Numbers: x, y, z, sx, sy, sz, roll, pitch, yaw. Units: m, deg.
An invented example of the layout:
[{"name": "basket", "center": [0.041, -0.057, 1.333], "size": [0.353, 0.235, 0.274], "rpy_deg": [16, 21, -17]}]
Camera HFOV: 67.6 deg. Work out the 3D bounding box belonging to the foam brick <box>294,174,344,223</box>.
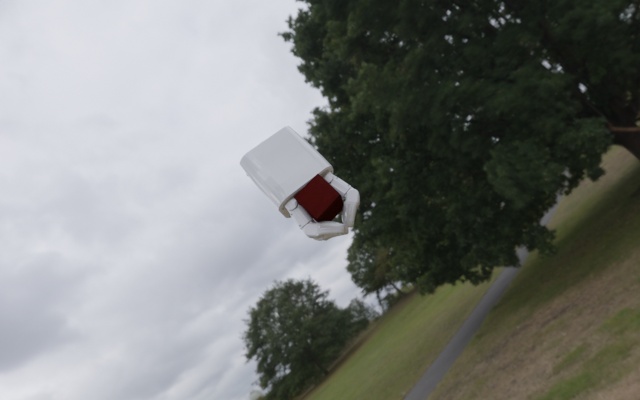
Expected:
[{"name": "foam brick", "center": [0.000, 0.002, 0.737], "size": [0.051, 0.053, 0.078], "rpy_deg": [45, -4, 15]}]
